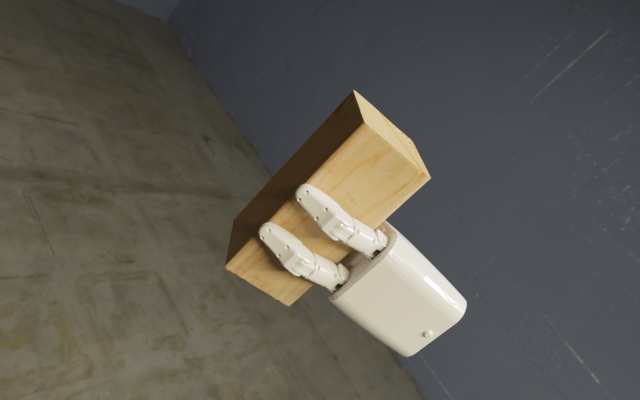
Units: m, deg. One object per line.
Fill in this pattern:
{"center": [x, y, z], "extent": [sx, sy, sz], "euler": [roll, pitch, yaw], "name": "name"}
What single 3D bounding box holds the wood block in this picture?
{"center": [0.000, 0.002, 0.499], "extent": [0.090, 0.206, 0.090], "euler": [36, 23, -22], "name": "wood block"}
